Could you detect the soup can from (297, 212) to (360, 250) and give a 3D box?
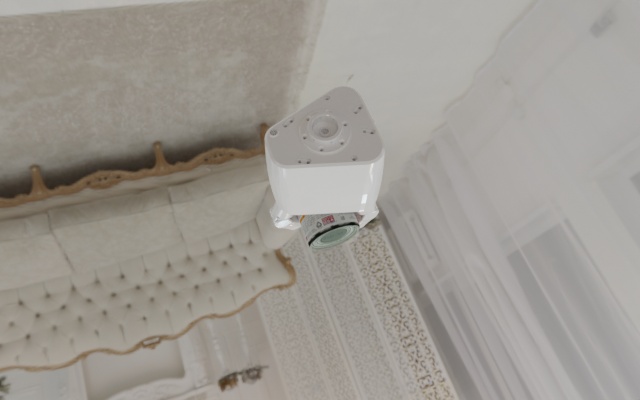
[{"bbox_3d":[0.000,0.002,0.593,0.068,0.102,0.068,-19,-23,-8],"label":"soup can"}]
